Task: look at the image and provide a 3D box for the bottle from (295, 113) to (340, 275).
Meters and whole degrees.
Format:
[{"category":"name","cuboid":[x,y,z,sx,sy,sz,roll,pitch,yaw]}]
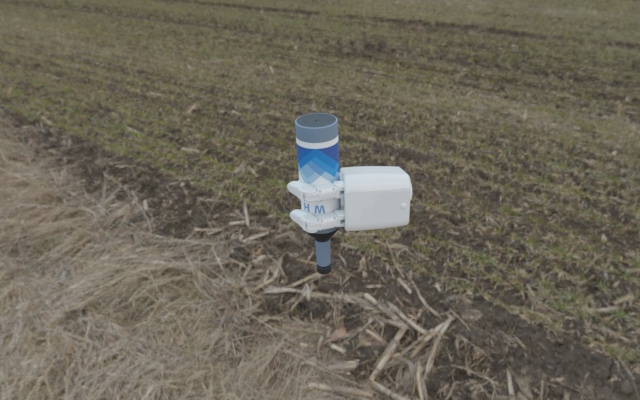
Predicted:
[{"category":"bottle","cuboid":[0.000,0.002,0.814,0.069,0.296,0.069,-2,30,1]}]
